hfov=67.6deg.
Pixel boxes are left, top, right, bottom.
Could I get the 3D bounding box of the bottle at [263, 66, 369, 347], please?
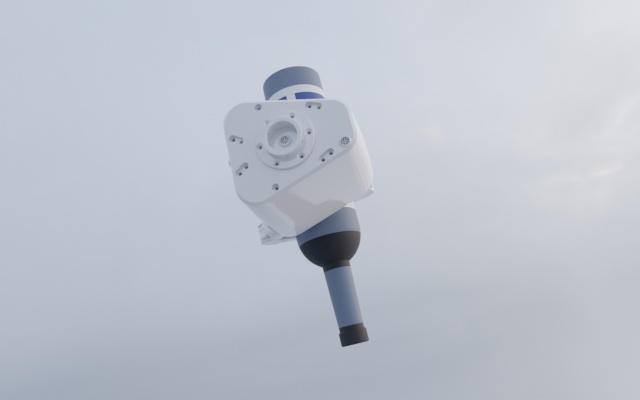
[{"bbox_3d":[0.000,0.001,0.502,0.069,0.295,0.069,-13,-18,-4],"label":"bottle"}]
